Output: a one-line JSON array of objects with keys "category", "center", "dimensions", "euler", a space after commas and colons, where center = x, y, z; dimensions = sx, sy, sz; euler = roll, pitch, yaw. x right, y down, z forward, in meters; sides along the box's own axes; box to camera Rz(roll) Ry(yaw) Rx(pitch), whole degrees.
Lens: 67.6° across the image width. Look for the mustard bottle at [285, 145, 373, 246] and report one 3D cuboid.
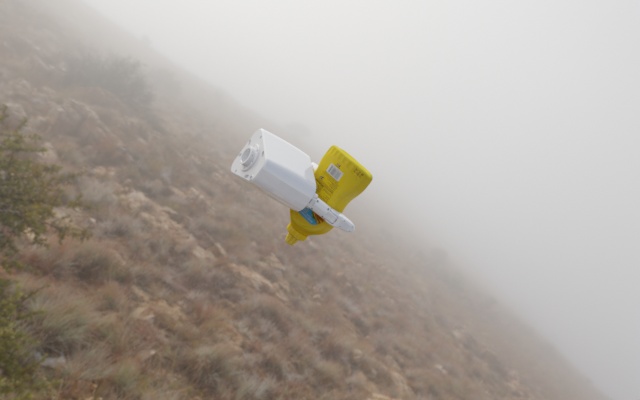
[{"category": "mustard bottle", "center": [0.001, 0.003, 0.846], "dimensions": [0.096, 0.191, 0.058], "euler": [45, 13, 29]}]
